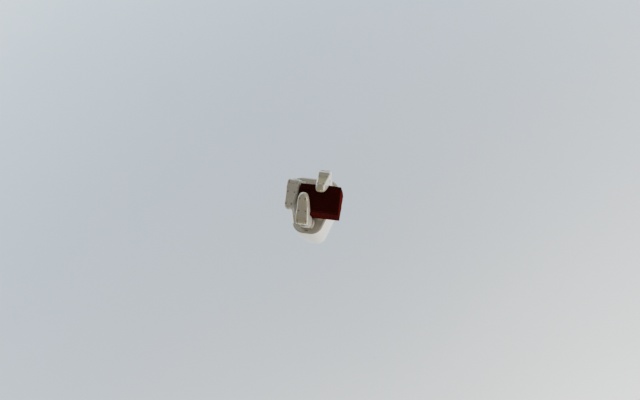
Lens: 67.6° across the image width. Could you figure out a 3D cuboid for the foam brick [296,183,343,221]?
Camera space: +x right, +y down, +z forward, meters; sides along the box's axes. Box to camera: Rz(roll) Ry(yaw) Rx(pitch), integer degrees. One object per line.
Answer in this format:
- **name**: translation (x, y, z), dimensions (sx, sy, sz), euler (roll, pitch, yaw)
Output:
- **foam brick**: translation (0.000, 0.003, 0.877), dimensions (0.078, 0.053, 0.051), euler (7, -15, 10)
